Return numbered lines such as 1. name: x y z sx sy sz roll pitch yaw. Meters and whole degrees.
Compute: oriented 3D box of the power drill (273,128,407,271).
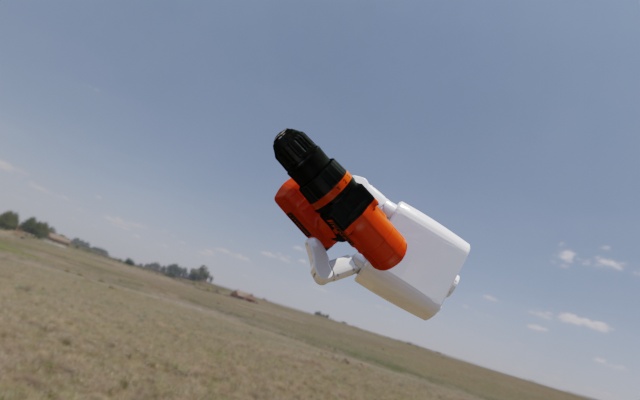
1. power drill: 0.000 0.002 0.561 0.057 0.184 0.187 -43 10 -12
